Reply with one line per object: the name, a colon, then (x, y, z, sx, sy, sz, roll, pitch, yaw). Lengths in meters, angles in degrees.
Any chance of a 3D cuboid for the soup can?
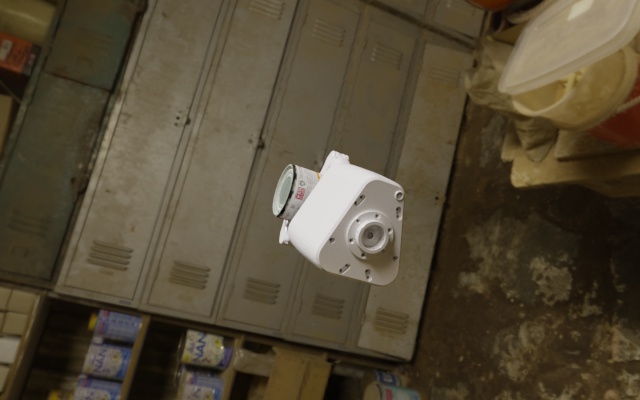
soup can: (0.000, 0.002, 0.589, 0.102, 0.068, 0.068, 17, -6, -19)
